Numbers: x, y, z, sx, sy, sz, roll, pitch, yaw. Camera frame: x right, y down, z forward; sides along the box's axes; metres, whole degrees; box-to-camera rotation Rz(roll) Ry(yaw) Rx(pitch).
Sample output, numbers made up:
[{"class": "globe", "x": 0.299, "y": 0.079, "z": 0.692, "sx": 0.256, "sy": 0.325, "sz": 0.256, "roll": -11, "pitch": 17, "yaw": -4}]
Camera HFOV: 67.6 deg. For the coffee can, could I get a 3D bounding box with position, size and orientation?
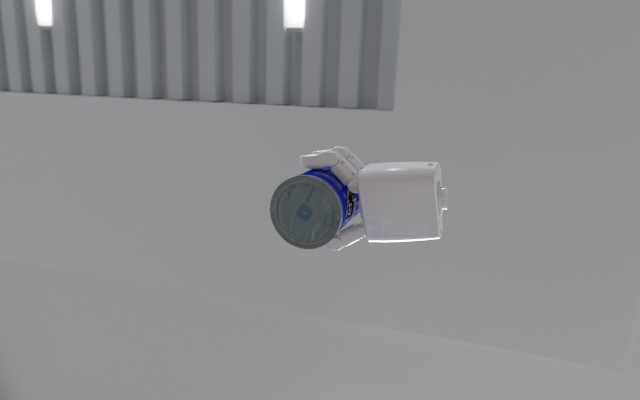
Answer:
[{"class": "coffee can", "x": 0.000, "y": 0.002, "z": 0.706, "sx": 0.103, "sy": 0.103, "sz": 0.140, "roll": 0, "pitch": 12, "yaw": 19}]
